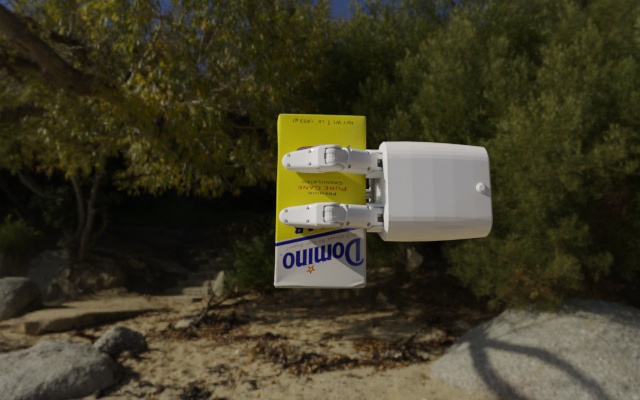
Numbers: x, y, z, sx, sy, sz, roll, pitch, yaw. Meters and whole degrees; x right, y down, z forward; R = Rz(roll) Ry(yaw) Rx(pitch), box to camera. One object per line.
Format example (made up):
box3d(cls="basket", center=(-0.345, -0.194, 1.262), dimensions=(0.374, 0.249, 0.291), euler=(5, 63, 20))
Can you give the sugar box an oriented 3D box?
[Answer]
box3d(cls="sugar box", center=(0.000, 0.001, 0.495), dimensions=(0.093, 0.176, 0.048), euler=(0, -10, -3))
